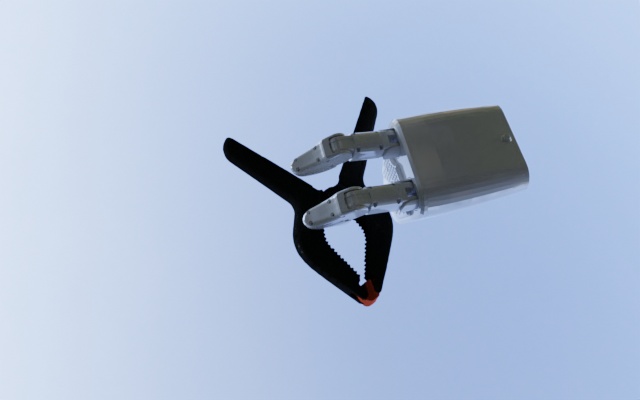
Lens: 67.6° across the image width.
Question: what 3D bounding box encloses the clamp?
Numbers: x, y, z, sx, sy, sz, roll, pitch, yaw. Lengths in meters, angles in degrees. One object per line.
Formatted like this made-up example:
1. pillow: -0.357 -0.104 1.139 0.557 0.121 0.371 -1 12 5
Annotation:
1. clamp: 0.000 0.002 0.459 0.164 0.210 0.036 -12 -23 -5
